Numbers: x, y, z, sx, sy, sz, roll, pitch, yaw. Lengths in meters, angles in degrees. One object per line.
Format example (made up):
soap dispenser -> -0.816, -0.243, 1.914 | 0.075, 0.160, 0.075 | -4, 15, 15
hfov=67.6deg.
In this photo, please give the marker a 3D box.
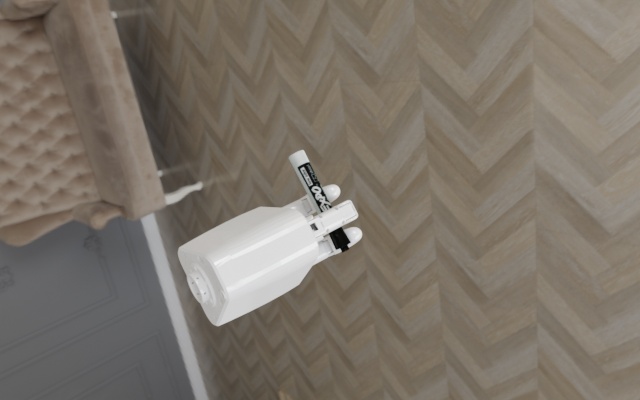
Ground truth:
marker -> 0.000, 0.002, 0.527 | 0.020, 0.121, 0.020 | -27, -3, -1
